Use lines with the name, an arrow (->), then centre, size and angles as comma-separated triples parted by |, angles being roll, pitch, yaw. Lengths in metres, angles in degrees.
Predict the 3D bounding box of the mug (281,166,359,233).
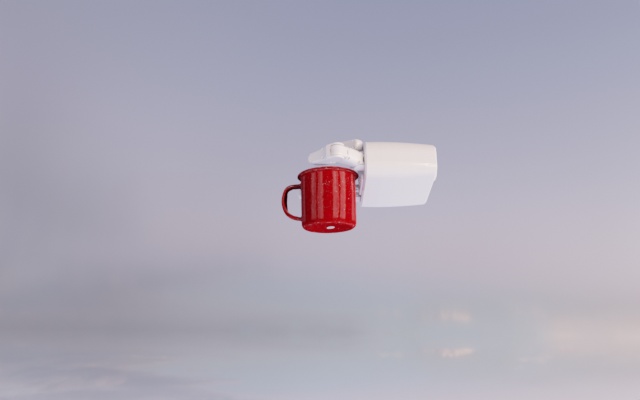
mug -> -0.001, 0.003, 0.712 | 0.117, 0.081, 0.093 | -1, -15, 0
